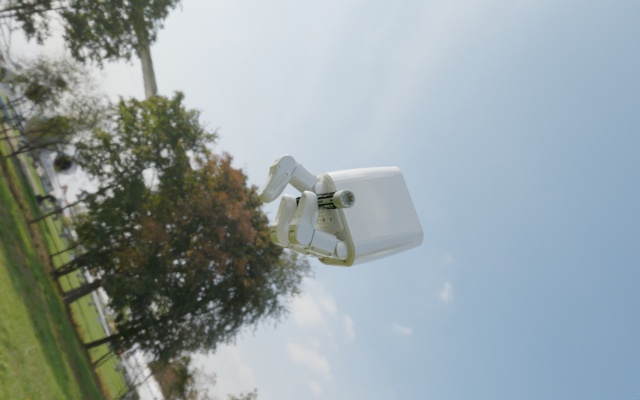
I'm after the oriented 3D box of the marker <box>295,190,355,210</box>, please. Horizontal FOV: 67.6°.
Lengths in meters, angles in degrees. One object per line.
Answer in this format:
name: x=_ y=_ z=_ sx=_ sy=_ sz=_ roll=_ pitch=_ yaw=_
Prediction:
marker: x=0.000 y=0.002 z=0.534 sx=0.020 sy=0.020 sz=0.121 roll=0 pitch=-3 yaw=-27
